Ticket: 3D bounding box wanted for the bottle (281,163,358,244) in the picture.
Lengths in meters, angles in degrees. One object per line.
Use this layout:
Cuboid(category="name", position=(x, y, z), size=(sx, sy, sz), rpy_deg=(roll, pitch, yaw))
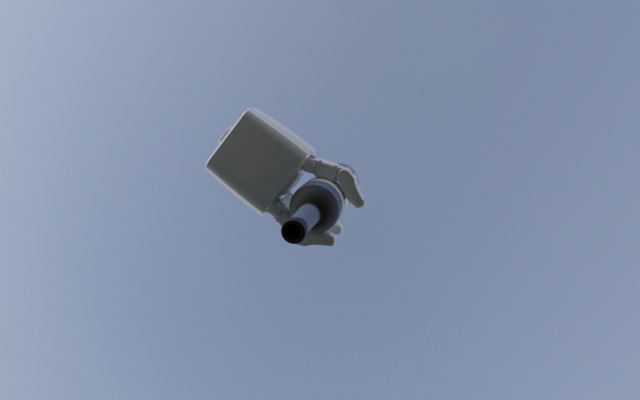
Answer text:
Cuboid(category="bottle", position=(0.000, 0.002, 0.652), size=(0.069, 0.069, 0.295), rpy_deg=(0, 13, 12))
